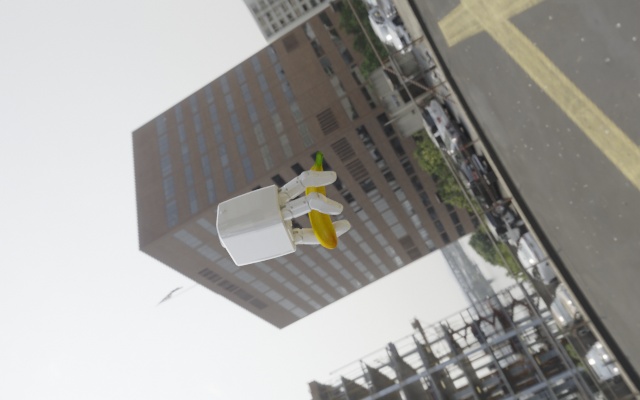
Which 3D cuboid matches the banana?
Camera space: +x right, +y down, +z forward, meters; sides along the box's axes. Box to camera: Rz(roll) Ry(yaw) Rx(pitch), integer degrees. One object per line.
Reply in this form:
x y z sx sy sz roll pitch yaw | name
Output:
-0.002 0.011 0.826 0.037 0.197 0.070 -4 -36 -9 | banana
